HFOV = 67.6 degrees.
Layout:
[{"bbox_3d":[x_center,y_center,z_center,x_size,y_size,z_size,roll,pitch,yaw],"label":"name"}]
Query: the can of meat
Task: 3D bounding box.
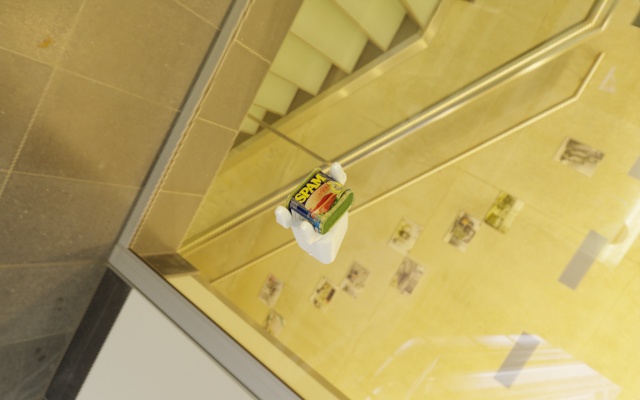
[{"bbox_3d":[0.000,0.003,0.863,0.084,0.102,0.057,33,-26,22],"label":"can of meat"}]
